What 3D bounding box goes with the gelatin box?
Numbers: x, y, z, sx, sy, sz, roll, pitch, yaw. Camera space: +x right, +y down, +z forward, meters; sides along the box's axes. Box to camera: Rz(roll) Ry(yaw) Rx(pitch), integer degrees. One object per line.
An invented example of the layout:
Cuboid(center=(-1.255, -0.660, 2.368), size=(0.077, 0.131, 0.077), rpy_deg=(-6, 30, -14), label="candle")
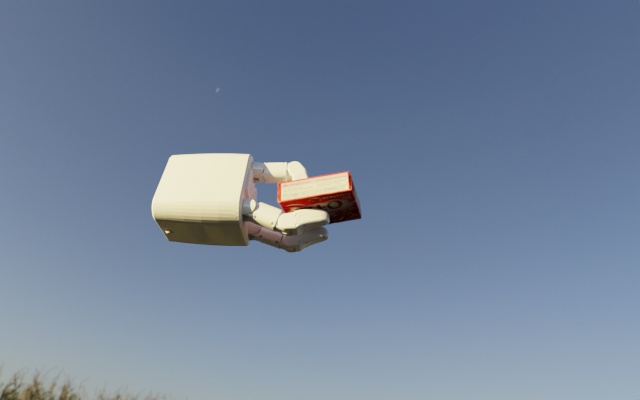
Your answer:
Cuboid(center=(0.000, 0.001, 0.578), size=(0.089, 0.030, 0.073), rpy_deg=(-10, -31, 10), label="gelatin box")
